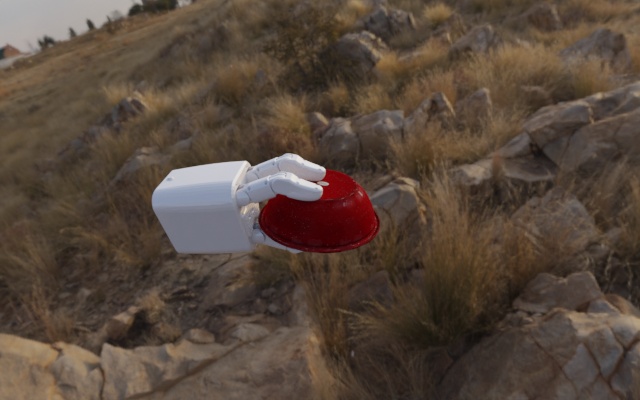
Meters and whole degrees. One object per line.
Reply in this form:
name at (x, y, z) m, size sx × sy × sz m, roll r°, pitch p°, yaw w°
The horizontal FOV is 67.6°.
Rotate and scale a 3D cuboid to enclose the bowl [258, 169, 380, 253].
bowl at (0.001, 0.002, 0.622) m, size 0.162 × 0.055 × 0.162 m, roll 3°, pitch 28°, yaw -2°
